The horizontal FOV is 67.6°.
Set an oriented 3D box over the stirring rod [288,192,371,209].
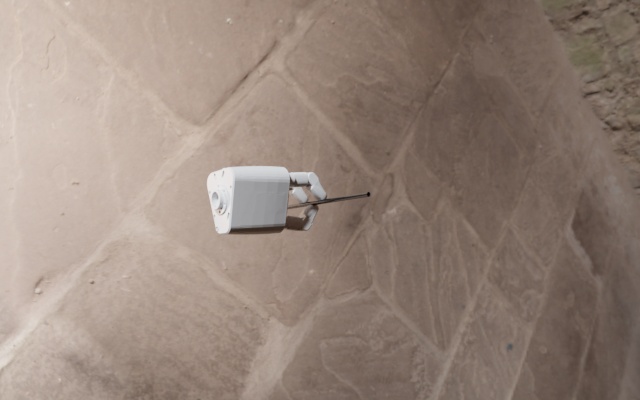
[{"bbox_3d":[0.000,0.003,0.849,0.011,0.011,0.239,0,-6,-40],"label":"stirring rod"}]
